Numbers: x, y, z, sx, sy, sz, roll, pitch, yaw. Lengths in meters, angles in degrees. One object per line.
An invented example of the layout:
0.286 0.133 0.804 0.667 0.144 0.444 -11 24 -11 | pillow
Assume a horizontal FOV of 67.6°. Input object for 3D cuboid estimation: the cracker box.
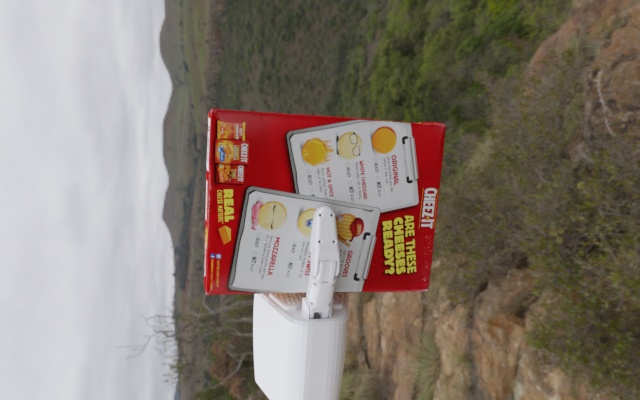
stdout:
0.000 0.002 0.457 0.214 0.164 0.072 1 11 -14 | cracker box
